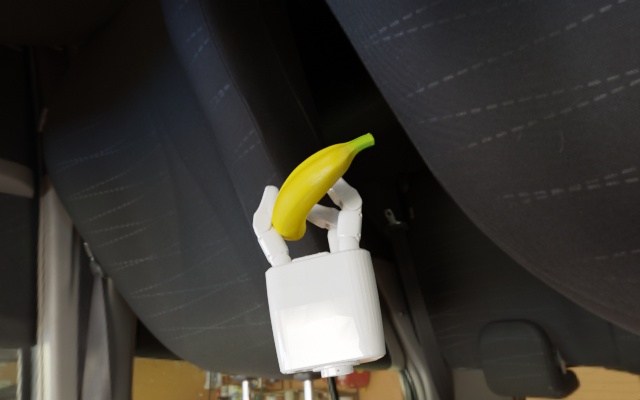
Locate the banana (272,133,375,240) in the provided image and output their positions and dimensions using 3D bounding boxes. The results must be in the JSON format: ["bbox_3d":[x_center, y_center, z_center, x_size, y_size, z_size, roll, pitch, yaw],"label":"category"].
[{"bbox_3d":[-0.015,0.001,0.494,0.069,0.037,0.198,-3,-27,-29],"label":"banana"}]
